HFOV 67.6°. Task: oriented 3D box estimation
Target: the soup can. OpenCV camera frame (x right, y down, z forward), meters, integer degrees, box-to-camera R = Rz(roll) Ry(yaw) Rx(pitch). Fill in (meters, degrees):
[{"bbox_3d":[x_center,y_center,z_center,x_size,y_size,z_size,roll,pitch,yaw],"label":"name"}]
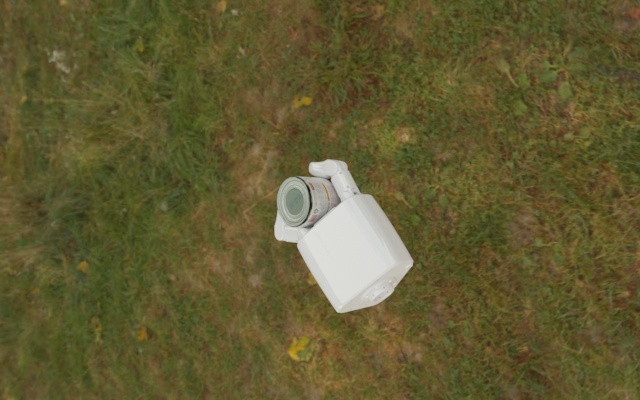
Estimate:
[{"bbox_3d":[0.000,0.002,0.651,0.102,0.068,0.068,0,0,-44],"label":"soup can"}]
